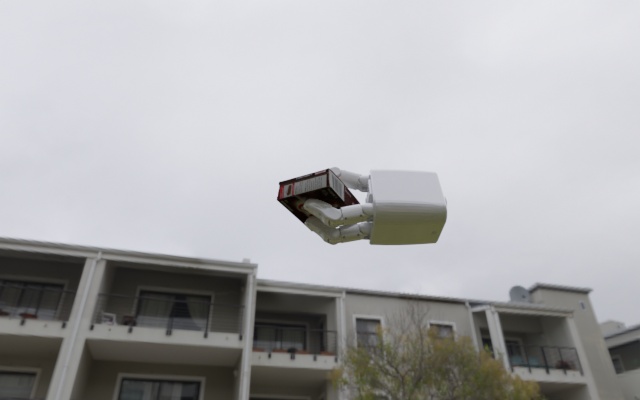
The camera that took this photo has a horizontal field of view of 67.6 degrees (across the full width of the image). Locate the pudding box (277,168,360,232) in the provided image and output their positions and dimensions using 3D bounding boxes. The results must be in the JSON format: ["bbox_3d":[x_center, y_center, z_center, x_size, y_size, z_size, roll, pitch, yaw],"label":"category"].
[{"bbox_3d":[0.000,0.002,0.735,0.090,0.039,0.113,-15,-37,24],"label":"pudding box"}]
